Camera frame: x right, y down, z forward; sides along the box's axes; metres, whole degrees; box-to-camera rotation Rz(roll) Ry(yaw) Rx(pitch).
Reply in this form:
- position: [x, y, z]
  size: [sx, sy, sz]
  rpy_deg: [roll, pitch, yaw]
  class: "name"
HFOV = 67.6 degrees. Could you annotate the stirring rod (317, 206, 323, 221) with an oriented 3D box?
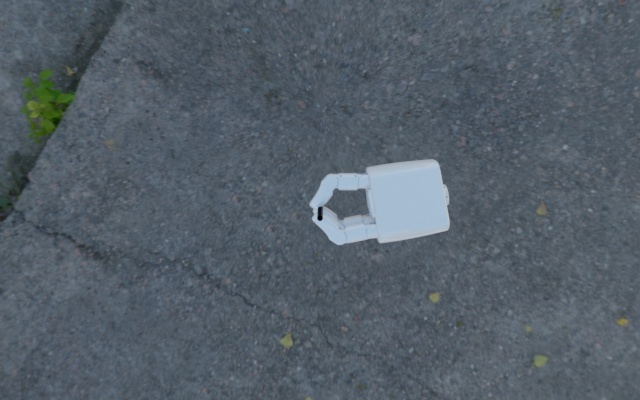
- position: [0.000, 0.002, 0.777]
  size: [0.011, 0.011, 0.239]
  rpy_deg: [0, 11, 0]
  class: "stirring rod"
